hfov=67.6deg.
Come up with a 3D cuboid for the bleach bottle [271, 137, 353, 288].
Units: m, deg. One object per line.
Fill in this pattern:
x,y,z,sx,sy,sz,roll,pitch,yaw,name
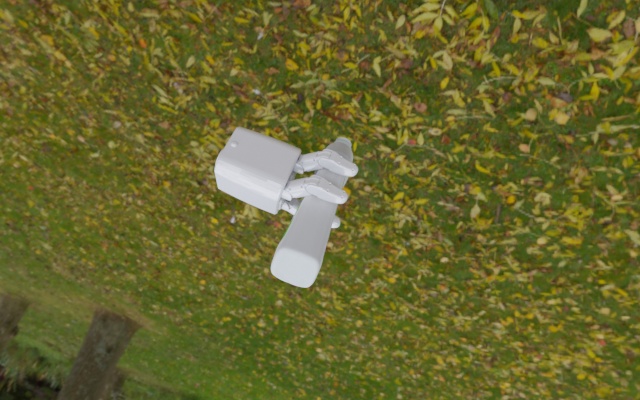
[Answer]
0.000,0.002,0.742,0.068,0.250,0.103,22,-36,0,bleach bottle
